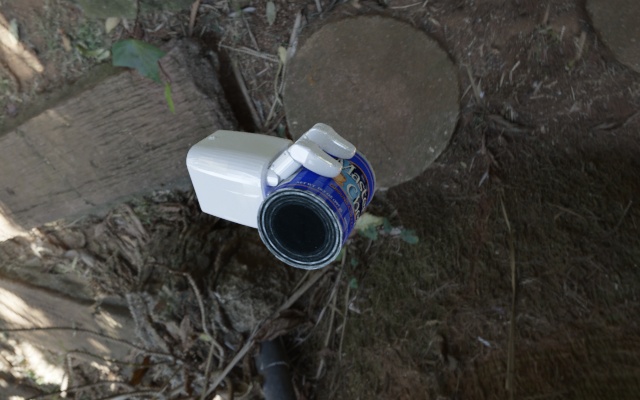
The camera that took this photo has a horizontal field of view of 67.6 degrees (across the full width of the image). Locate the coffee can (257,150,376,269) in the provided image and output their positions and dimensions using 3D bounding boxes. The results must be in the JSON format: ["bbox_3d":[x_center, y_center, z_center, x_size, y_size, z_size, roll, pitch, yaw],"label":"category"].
[{"bbox_3d":[0.000,0.002,0.579,0.103,0.103,0.140,0,26,23],"label":"coffee can"}]
